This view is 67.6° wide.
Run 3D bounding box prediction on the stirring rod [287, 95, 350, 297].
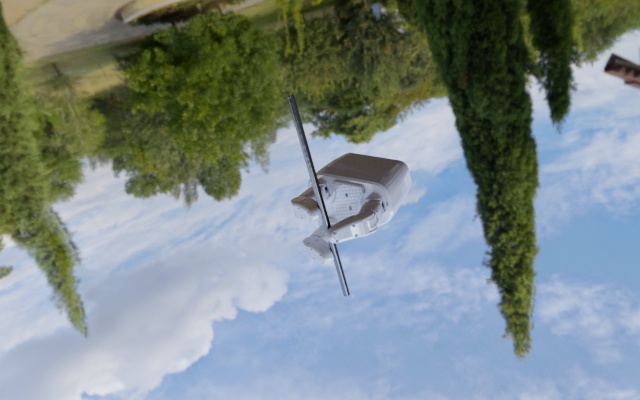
[{"bbox_3d":[0.000,0.002,0.533,0.011,0.239,0.011,-14,17,5],"label":"stirring rod"}]
